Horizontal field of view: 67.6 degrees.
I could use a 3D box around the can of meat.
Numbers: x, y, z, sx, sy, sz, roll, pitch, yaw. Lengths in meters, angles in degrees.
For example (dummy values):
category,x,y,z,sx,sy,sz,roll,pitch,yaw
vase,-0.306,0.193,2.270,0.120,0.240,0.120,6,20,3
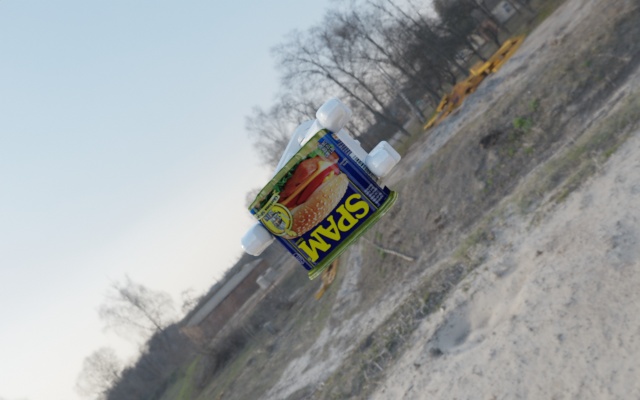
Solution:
category,x,y,z,sx,sy,sz,roll,pitch,yaw
can of meat,0.000,0.001,0.406,0.102,0.084,0.057,-44,1,18
